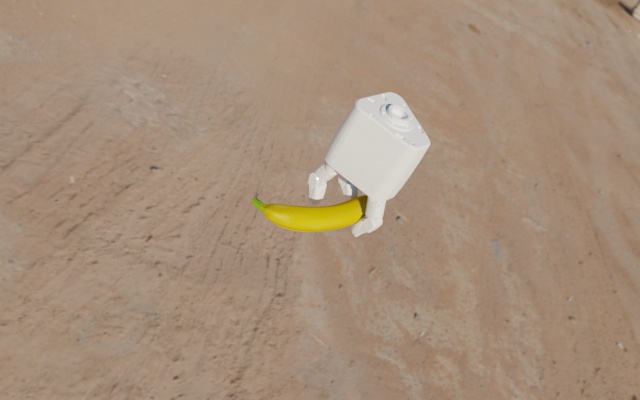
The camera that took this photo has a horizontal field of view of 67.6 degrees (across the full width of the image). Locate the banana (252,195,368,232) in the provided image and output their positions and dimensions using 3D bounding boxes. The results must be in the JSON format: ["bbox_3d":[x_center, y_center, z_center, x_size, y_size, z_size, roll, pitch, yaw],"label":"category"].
[{"bbox_3d":[0.002,0.017,0.711,0.198,0.069,0.037,0,-41,-24],"label":"banana"}]
